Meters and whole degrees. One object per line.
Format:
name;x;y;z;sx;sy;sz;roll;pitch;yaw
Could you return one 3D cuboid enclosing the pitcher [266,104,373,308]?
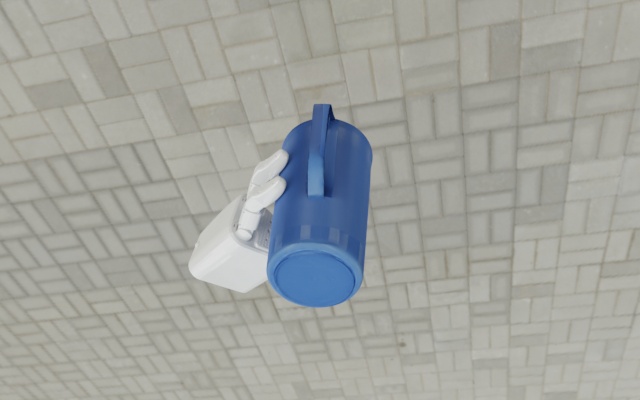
pitcher;0.000;0.002;0.604;0.149;0.242;0.145;38;-57;-24
